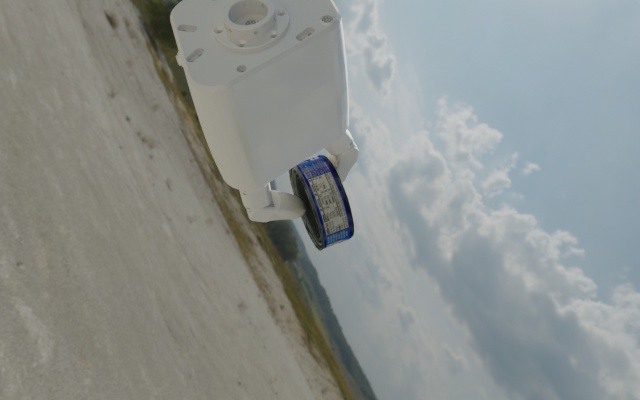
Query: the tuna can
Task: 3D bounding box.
[{"bbox_3d":[0.001,0.001,0.449,0.034,0.086,0.086,-20,4,-11],"label":"tuna can"}]
